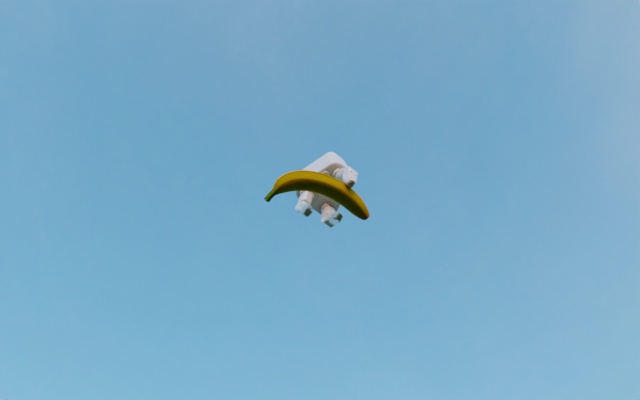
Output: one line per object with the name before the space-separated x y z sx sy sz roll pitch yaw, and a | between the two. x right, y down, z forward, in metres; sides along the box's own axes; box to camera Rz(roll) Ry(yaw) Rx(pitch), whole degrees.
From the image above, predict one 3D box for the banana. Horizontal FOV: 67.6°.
banana | 0.001 -0.015 0.866 0.198 0.070 0.037 11 15 -10
